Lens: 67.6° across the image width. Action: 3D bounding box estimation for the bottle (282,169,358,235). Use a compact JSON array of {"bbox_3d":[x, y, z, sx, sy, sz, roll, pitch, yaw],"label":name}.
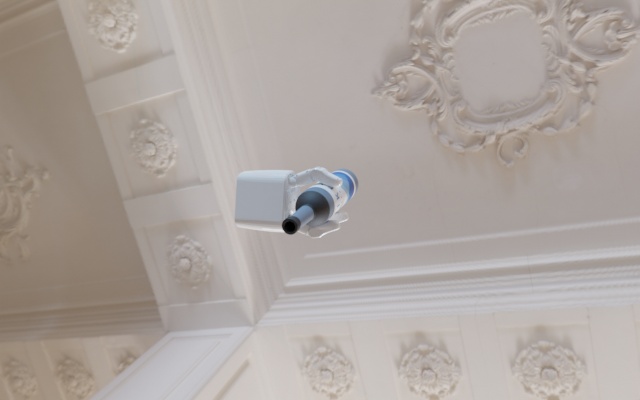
[{"bbox_3d":[0.000,0.003,0.878,0.069,0.069,0.295,0,15,20],"label":"bottle"}]
